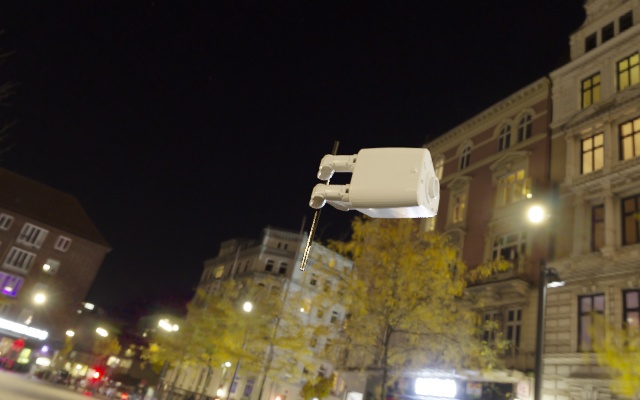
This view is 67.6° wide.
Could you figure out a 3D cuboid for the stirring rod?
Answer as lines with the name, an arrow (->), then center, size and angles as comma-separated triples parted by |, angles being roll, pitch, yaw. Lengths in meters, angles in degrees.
stirring rod -> 0.000, 0.003, 0.787 | 0.011, 0.239, 0.011 | 12, -25, 6
